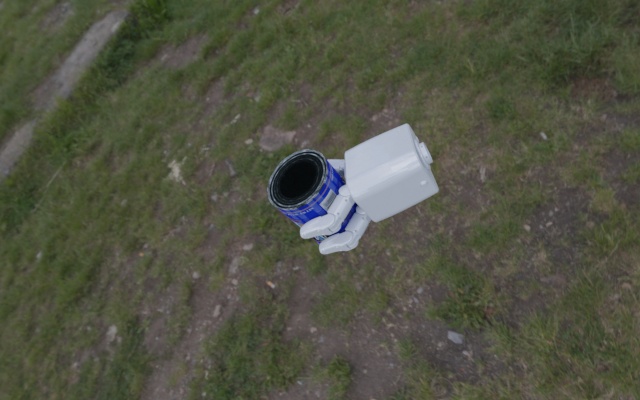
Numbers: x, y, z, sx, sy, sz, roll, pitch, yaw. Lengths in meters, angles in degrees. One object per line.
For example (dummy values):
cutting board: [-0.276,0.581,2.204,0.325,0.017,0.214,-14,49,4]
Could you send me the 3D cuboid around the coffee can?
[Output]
coffee can: [0.000,0.003,0.734,0.103,0.102,0.140,0,-29,35]
